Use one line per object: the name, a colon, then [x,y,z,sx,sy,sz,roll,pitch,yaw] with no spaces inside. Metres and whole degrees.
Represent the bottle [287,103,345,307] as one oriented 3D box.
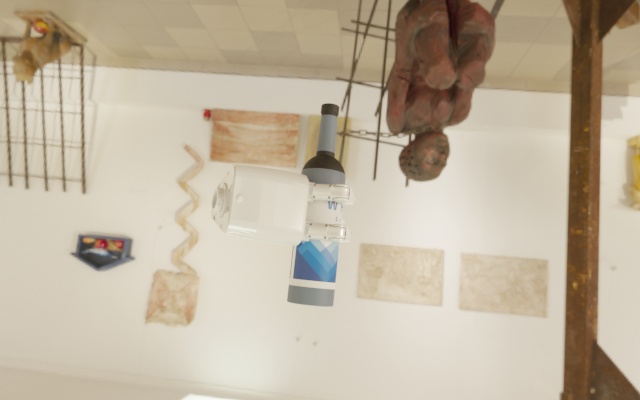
bottle: [0.000,0.003,0.700,0.069,0.295,0.069,6,-8,1]
